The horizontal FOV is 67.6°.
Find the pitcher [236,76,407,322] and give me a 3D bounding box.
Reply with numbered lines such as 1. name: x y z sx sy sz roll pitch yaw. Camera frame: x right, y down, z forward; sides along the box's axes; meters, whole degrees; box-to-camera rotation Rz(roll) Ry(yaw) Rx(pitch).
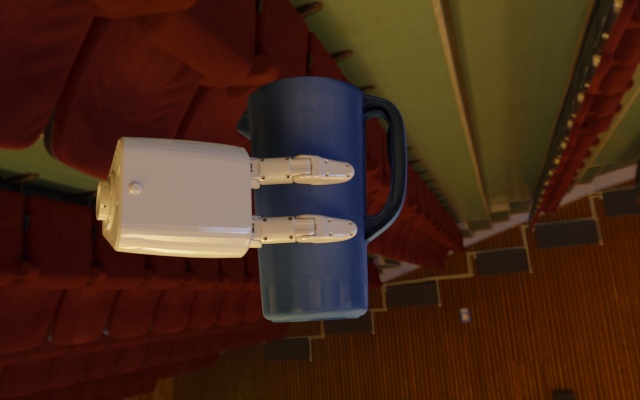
1. pitcher: 0.000 0.002 0.508 0.145 0.242 0.149 5 -15 -32
